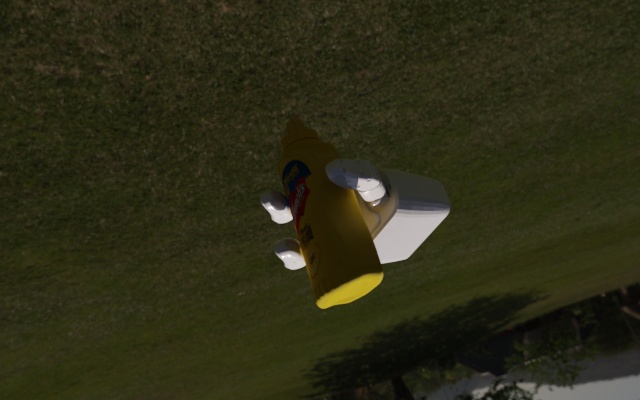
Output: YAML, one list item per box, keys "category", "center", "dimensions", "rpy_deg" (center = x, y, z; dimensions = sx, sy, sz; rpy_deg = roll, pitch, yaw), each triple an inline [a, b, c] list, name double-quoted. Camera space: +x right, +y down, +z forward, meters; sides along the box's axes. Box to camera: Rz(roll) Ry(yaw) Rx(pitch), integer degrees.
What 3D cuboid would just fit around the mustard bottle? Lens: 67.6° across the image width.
- category: "mustard bottle"
  center: [0.000, 0.002, 0.470]
  dimensions: [0.058, 0.191, 0.096]
  rpy_deg: [-9, -24, -21]
